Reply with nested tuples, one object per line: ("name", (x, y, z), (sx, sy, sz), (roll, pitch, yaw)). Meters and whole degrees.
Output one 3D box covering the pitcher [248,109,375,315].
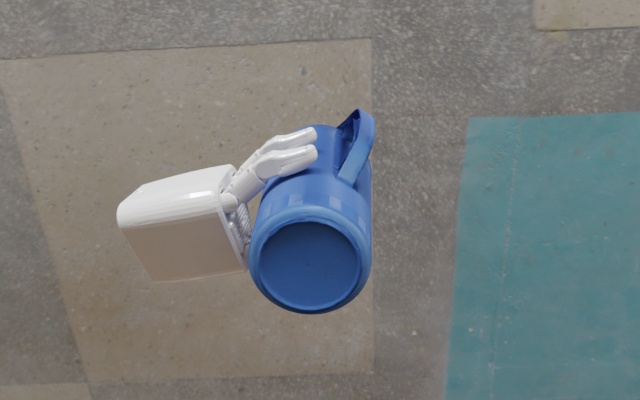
("pitcher", (0.000, 0.002, 0.510), (0.145, 0.149, 0.242), (-10, 21, 6))
